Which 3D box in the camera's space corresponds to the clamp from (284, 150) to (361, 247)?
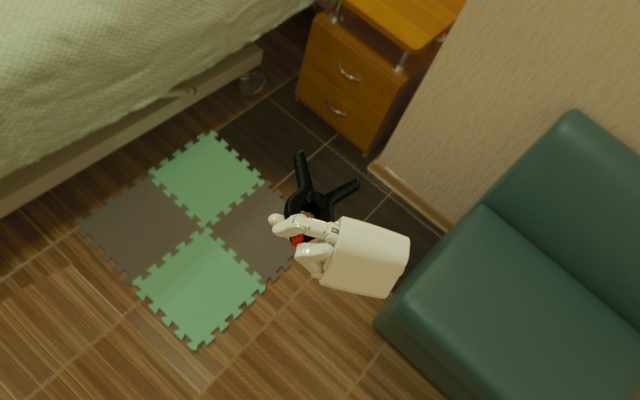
[{"bbox_3d":[0.000,0.002,0.754,0.120,0.171,0.039,16,-33,-5],"label":"clamp"}]
